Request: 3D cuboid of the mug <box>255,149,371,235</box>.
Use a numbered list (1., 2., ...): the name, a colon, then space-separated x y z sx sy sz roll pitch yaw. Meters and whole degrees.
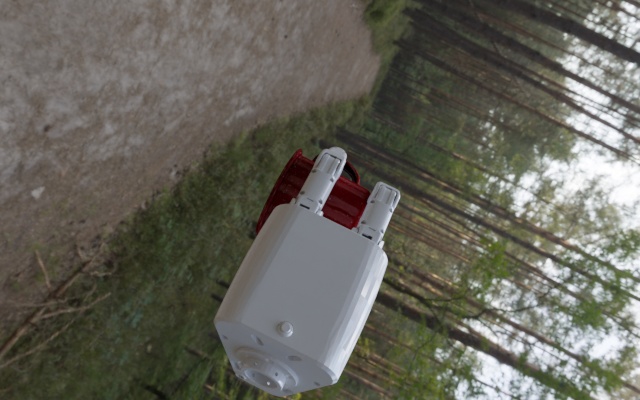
1. mug: 0.001 0.001 0.464 0.081 0.117 0.093 27 -37 2
